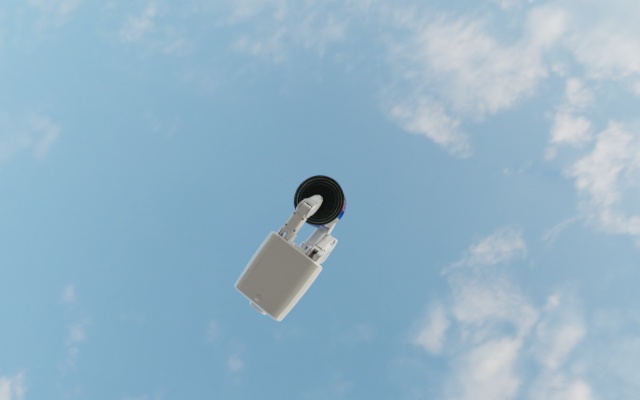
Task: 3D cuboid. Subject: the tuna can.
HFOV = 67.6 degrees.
[{"bbox_3d":[0.000,0.003,0.805,0.086,0.086,0.034,0,-12,11],"label":"tuna can"}]
